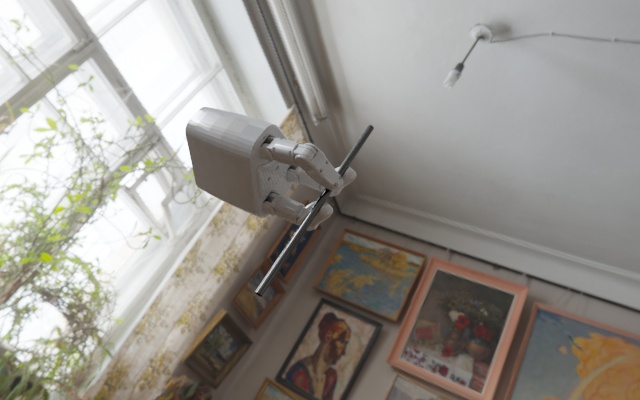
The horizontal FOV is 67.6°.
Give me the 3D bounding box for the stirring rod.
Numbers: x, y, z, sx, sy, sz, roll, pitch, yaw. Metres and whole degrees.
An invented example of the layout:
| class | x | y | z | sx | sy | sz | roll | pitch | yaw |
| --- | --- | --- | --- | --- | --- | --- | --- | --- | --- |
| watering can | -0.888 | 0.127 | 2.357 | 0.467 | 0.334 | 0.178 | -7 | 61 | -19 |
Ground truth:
| class | x | y | z | sx | sy | sz | roll | pitch | yaw |
| --- | --- | --- | --- | --- | --- | --- | --- | --- | --- |
| stirring rod | 0.000 | 0.002 | 0.515 | 0.011 | 0.239 | 0.011 | 26 | -28 | 15 |
